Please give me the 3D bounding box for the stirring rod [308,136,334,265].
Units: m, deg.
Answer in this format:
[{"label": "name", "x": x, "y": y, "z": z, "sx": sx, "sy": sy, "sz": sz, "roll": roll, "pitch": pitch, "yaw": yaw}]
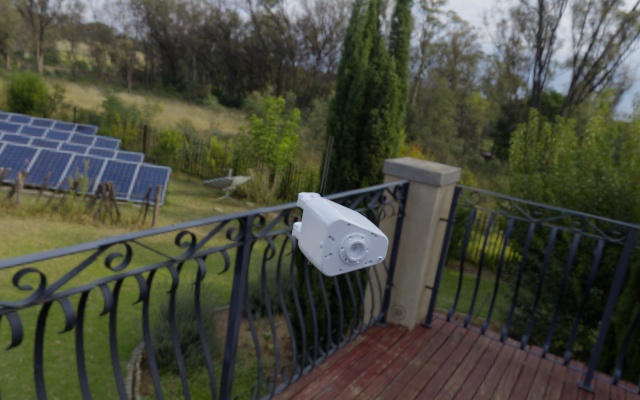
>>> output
[{"label": "stirring rod", "x": 0.000, "y": 0.003, "z": 0.861, "sx": 0.011, "sy": 0.239, "sz": 0.011, "roll": 9, "pitch": 13, "yaw": -2}]
